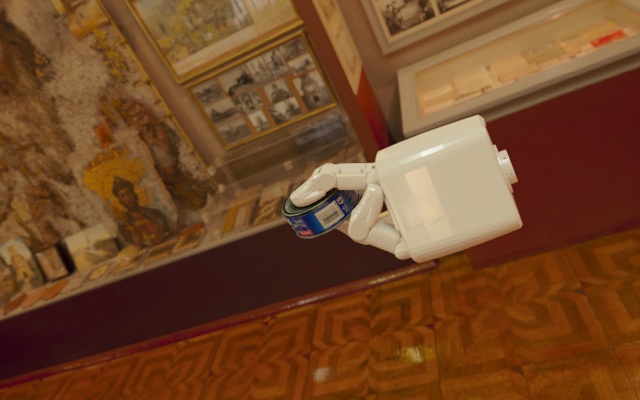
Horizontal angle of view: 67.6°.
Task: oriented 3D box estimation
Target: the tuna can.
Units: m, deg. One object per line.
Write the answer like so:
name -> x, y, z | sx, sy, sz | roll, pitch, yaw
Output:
tuna can -> 0.000, 0.001, 0.534 | 0.086, 0.034, 0.086 | -28, 24, 14
